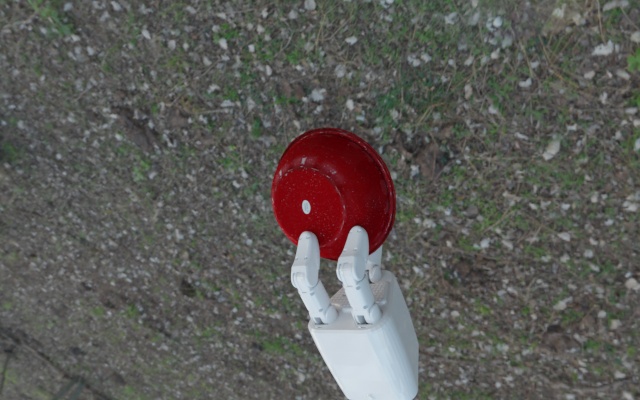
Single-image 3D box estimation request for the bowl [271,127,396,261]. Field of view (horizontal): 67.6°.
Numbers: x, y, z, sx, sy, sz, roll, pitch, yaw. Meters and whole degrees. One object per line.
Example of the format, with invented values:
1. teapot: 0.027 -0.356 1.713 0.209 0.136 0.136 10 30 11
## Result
1. bowl: -0.001 0.001 0.536 0.162 0.162 0.055 0 14 32
